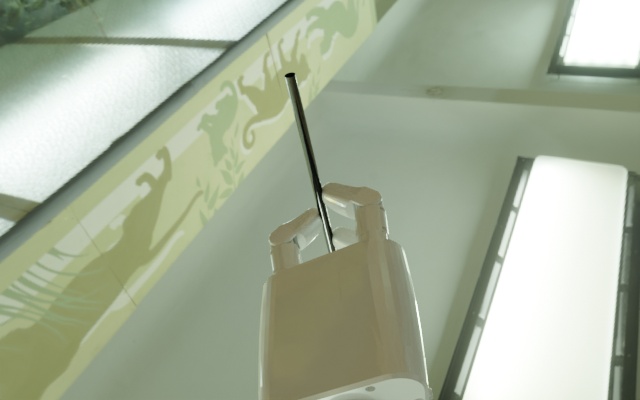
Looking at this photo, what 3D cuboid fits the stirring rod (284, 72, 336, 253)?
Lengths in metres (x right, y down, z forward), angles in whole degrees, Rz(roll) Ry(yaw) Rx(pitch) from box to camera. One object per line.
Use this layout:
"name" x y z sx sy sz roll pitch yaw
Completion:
"stirring rod" 0.000 0.001 0.414 0.011 0.240 0.011 -8 40 7
